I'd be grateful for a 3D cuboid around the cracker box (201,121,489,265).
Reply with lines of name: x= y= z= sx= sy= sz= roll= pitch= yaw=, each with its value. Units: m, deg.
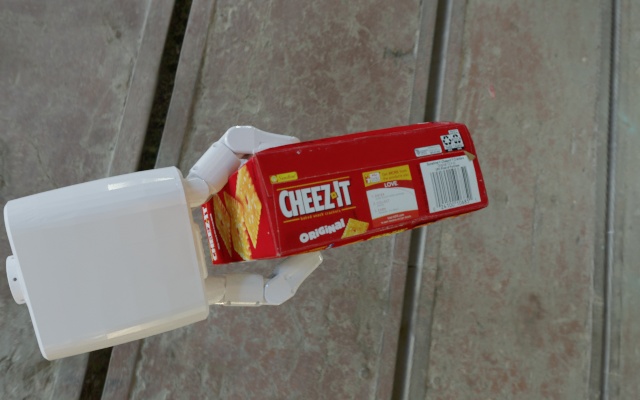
cracker box: x=0.000 y=0.001 z=0.400 sx=0.164 sy=0.072 sz=0.214 roll=-12 pitch=-3 yaw=-23
